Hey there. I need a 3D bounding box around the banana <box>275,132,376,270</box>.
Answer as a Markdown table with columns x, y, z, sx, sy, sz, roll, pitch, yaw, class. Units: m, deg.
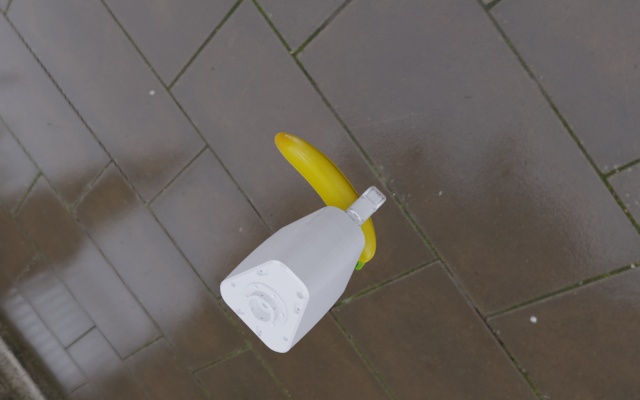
| x | y | z | sx | sy | sz | roll | pitch | yaw | class |
| --- | --- | --- | --- | --- | --- | --- | --- | --- | --- |
| 0.014 | 0.000 | 0.558 | 0.069 | 0.198 | 0.037 | -21 | 14 | 44 | banana |
